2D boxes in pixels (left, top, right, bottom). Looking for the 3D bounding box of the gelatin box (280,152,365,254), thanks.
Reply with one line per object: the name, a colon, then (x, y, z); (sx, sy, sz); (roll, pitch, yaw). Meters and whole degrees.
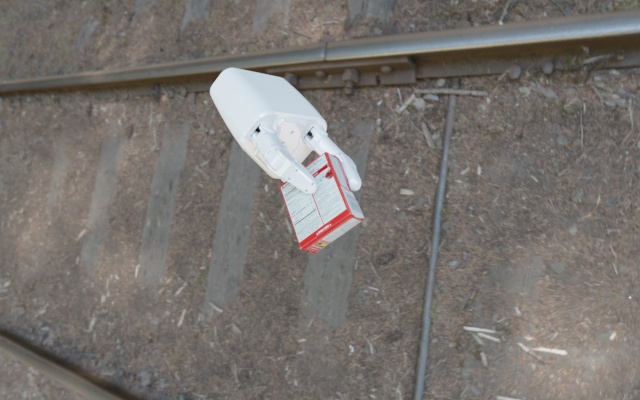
gelatin box: (0.000, 0.002, 0.528); (0.073, 0.089, 0.030); (-36, -35, 24)
